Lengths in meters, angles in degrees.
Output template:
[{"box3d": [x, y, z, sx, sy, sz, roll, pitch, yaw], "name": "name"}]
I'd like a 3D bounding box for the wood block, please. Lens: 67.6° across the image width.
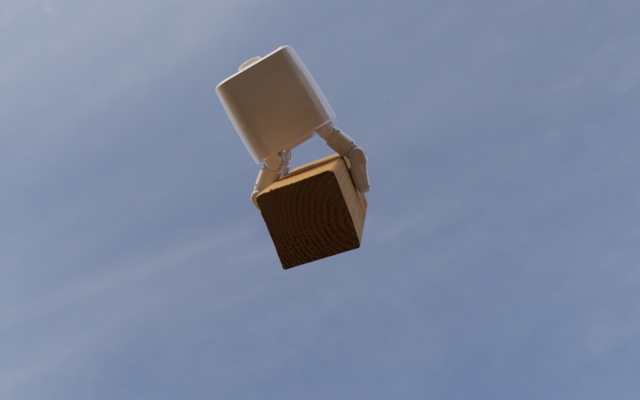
[{"box3d": [0.000, 0.001, 0.598, 0.091, 0.090, 0.206, -19, 9, 11], "name": "wood block"}]
